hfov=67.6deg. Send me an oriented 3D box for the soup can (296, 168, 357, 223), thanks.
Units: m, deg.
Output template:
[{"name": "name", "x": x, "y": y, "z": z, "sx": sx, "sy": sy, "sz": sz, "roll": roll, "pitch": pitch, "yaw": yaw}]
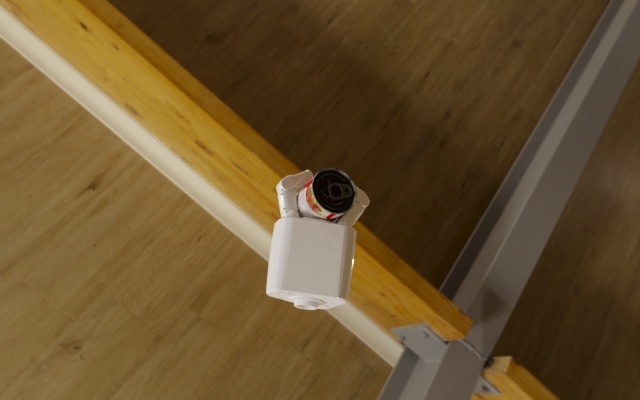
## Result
[{"name": "soup can", "x": 0.000, "y": 0.002, "z": 0.697, "sx": 0.068, "sy": 0.068, "sz": 0.102, "roll": 0, "pitch": -19, "yaw": -25}]
